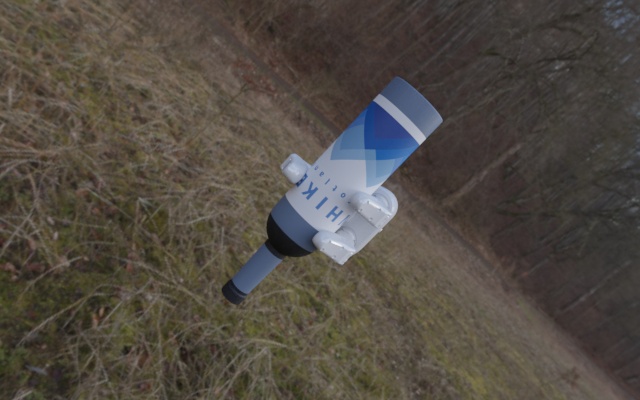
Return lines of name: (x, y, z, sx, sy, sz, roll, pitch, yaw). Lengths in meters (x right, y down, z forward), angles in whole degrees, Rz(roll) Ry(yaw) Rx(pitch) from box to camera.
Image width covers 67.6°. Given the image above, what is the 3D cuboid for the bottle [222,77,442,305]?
bottle: (0.000, 0.001, 0.509, 0.069, 0.296, 0.069, 42, 9, -8)
